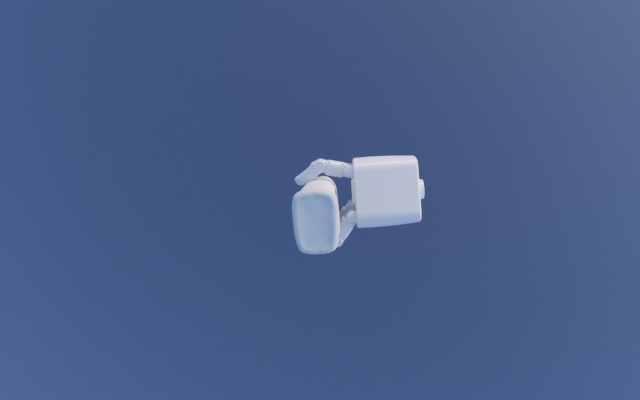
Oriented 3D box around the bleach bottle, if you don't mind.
[{"bbox_3d":[0.000,0.003,0.807,0.068,0.102,0.250,-2,15,4],"label":"bleach bottle"}]
